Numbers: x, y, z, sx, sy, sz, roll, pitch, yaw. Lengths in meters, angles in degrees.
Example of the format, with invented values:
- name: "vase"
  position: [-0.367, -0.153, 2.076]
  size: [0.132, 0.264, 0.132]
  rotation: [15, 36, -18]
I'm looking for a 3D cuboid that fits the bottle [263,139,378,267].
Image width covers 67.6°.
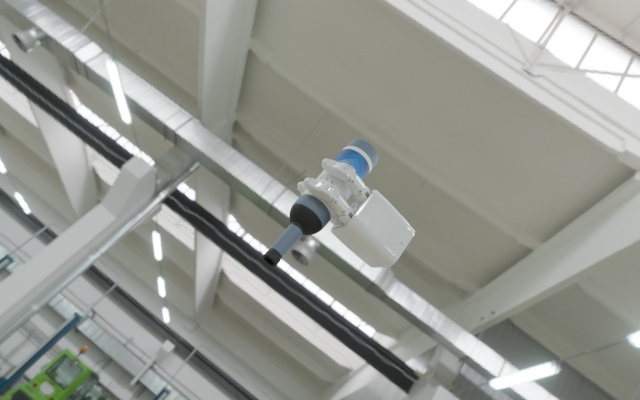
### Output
- name: "bottle"
  position: [0.000, 0.003, 0.836]
  size: [0.069, 0.069, 0.295]
  rotation: [0, 40, 46]
